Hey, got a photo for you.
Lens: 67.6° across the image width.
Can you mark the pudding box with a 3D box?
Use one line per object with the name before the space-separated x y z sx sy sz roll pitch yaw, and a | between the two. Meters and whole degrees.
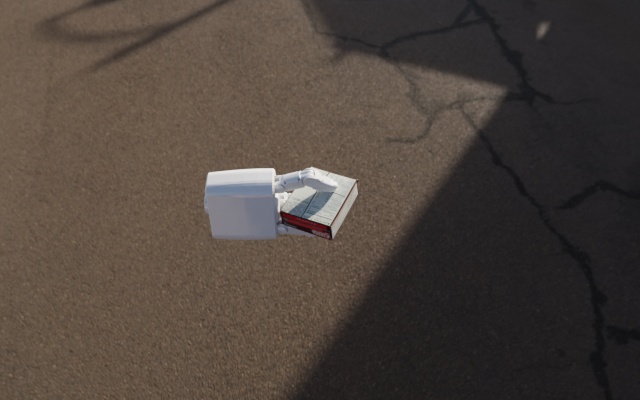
pudding box | 0.000 0.002 0.767 0.090 0.113 0.039 18 -37 19
